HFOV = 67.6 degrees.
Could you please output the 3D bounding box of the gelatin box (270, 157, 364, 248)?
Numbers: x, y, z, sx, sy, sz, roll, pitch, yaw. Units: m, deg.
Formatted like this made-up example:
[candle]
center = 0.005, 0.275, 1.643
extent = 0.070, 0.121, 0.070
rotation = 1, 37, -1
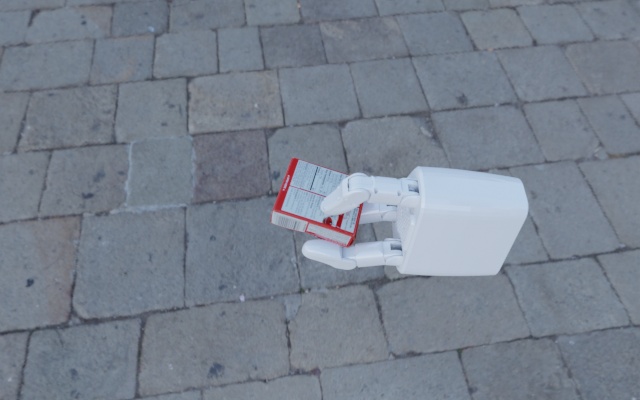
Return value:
[gelatin box]
center = 0.000, 0.001, 0.504
extent = 0.089, 0.073, 0.030
rotation = 18, -34, -2
